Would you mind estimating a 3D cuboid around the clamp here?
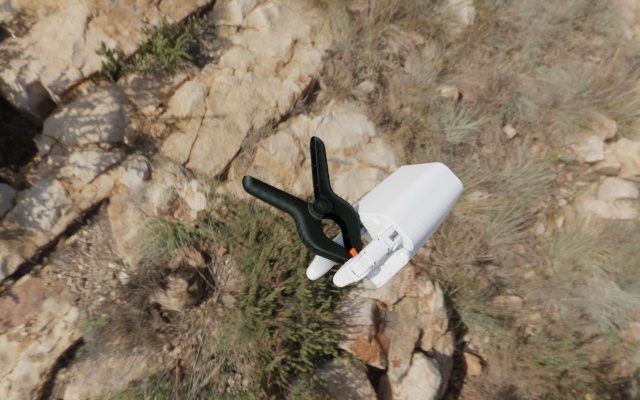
[{"bbox_3d":[0.000,0.002,0.592,0.120,0.171,0.039,-43,0,-18],"label":"clamp"}]
